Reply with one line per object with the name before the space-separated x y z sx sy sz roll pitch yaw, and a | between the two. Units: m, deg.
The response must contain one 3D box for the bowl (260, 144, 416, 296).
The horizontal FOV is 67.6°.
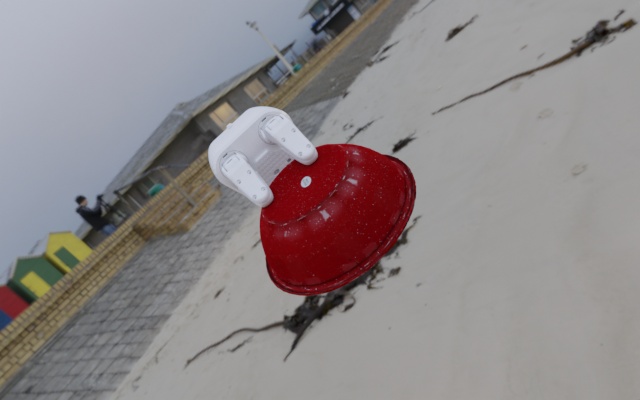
bowl | 0.001 0.001 0.423 0.162 0.162 0.055 0 -39 46
